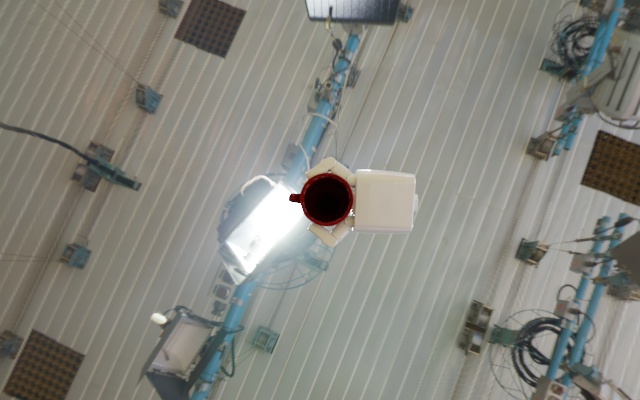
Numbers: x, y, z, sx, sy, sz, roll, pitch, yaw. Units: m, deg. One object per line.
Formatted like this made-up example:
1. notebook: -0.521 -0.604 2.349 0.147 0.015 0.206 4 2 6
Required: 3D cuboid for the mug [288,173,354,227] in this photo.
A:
1. mug: -0.001 0.003 0.862 0.117 0.093 0.081 4 -8 3
